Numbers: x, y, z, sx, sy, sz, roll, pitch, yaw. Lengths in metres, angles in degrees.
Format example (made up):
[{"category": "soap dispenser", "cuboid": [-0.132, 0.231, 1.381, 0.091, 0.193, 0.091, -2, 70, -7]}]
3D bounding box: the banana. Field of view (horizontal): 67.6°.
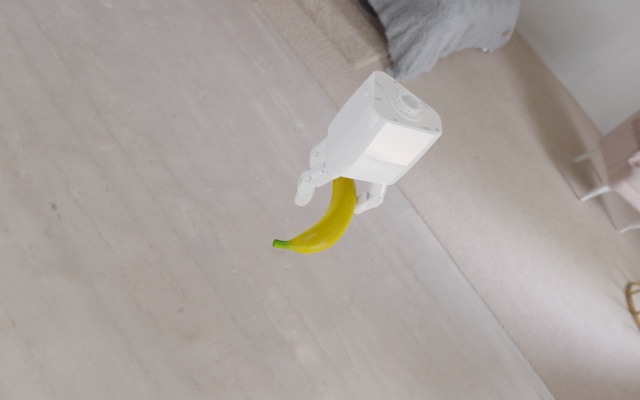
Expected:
[{"category": "banana", "cuboid": [0.013, 0.016, 0.678, 0.197, 0.069, 0.037, -50, -2, -44]}]
